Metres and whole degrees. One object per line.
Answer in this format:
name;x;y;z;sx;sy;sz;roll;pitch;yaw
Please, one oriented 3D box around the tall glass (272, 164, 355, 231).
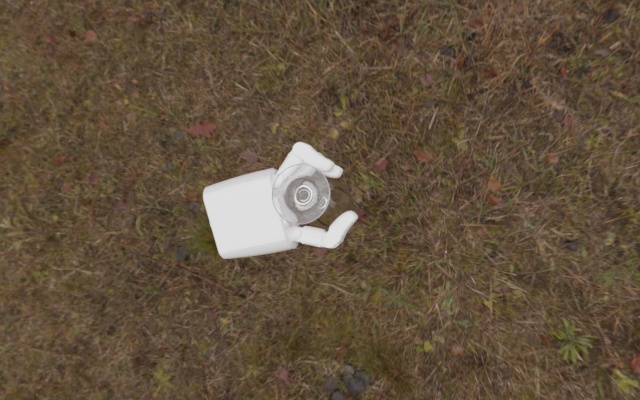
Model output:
tall glass;0.000;0.002;0.675;0.079;0.079;0.201;0;-6;15
